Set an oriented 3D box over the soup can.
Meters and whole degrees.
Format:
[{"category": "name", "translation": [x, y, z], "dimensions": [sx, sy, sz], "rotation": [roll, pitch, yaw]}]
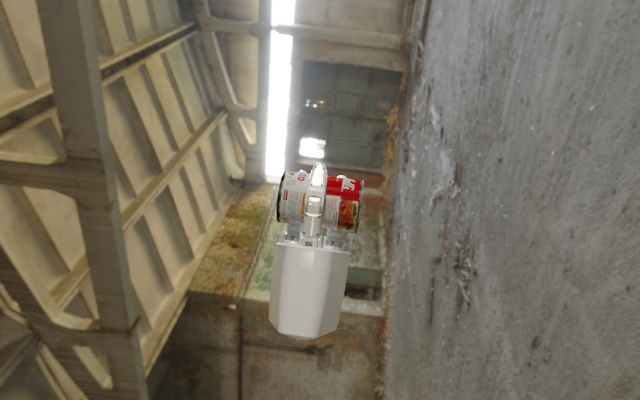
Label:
[{"category": "soup can", "translation": [0.000, 0.001, 0.605], "dimensions": [0.102, 0.068, 0.068], "rotation": [7, 0, 3]}]
